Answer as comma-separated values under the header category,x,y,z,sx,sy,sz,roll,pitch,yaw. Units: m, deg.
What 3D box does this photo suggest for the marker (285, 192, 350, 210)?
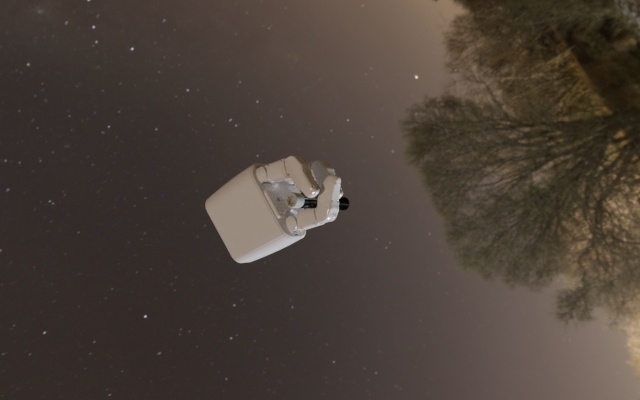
category,x,y,z,sx,sy,sz,roll,pitch,yaw
marker,0.000,0.002,0.621,0.020,0.020,0.121,0,-2,36
